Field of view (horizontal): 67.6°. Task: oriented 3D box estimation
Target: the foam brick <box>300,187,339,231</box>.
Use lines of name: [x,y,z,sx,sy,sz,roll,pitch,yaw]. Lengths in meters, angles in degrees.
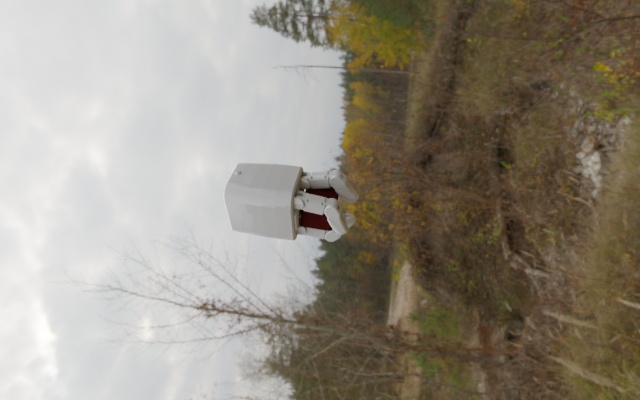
foam brick: [0.000,0.002,0.764,0.051,0.053,0.078,8,35,5]
